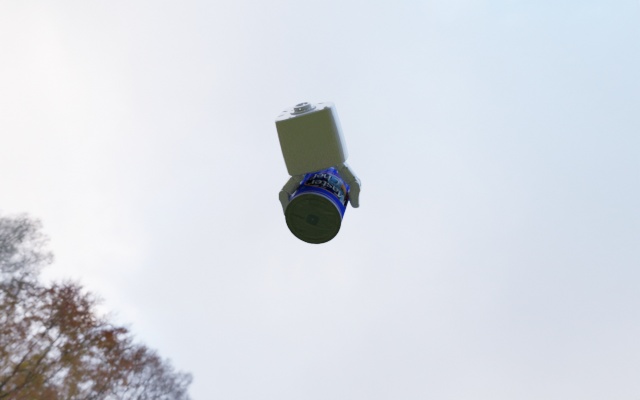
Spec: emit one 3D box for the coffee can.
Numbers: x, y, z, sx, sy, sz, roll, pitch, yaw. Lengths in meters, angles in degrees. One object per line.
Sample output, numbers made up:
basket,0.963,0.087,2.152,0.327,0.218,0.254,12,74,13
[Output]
coffee can,0.000,0.003,0.898,0.103,0.103,0.140,0,27,13
